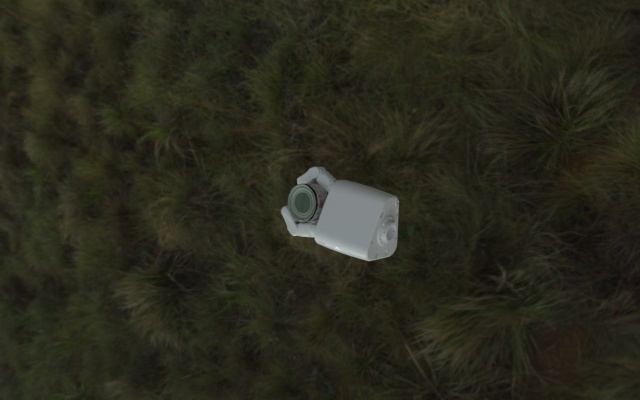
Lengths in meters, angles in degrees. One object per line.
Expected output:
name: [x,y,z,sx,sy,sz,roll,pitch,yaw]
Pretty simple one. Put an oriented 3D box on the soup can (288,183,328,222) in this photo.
soup can: [0.000,0.003,0.848,0.068,0.068,0.102,0,2,40]
